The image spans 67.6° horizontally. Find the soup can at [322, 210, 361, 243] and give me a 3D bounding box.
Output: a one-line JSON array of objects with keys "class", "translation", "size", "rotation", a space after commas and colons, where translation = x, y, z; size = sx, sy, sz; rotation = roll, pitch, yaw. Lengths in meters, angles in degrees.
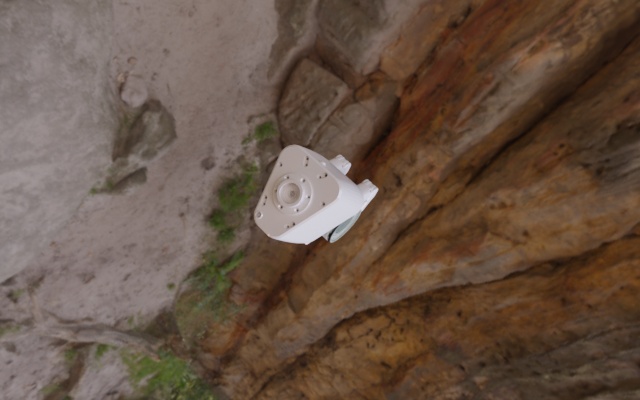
[{"class": "soup can", "translation": [0.000, 0.003, 0.683], "size": [0.102, 0.068, 0.068], "rotation": [43, 15, 17]}]
